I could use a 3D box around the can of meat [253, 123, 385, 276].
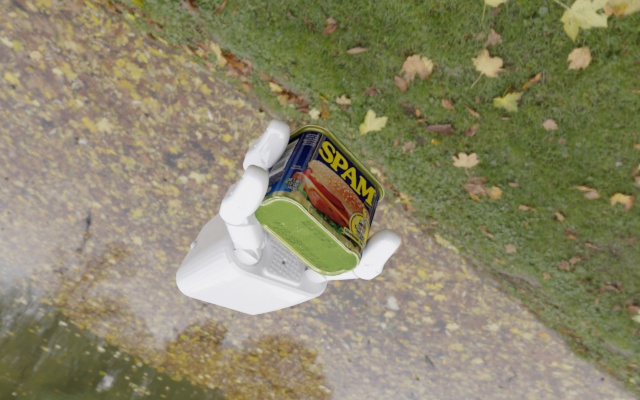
[{"bbox_3d":[0.000,0.002,0.401,0.057,0.084,0.102,-24,-58,41],"label":"can of meat"}]
